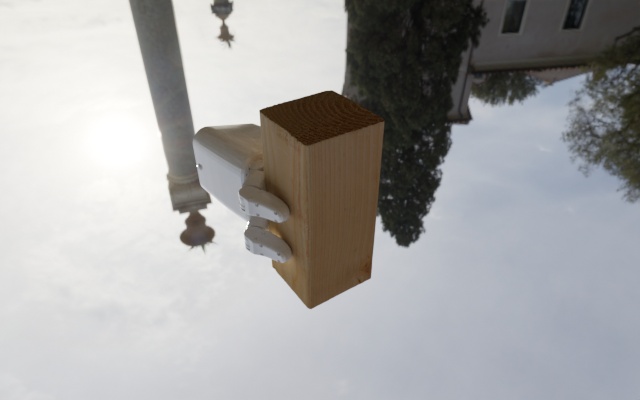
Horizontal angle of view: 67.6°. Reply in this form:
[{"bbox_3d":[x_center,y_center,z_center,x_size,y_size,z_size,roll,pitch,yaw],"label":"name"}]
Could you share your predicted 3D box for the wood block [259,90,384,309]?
[{"bbox_3d":[0.000,0.001,0.513,0.091,0.206,0.090,-22,42,-27],"label":"wood block"}]
